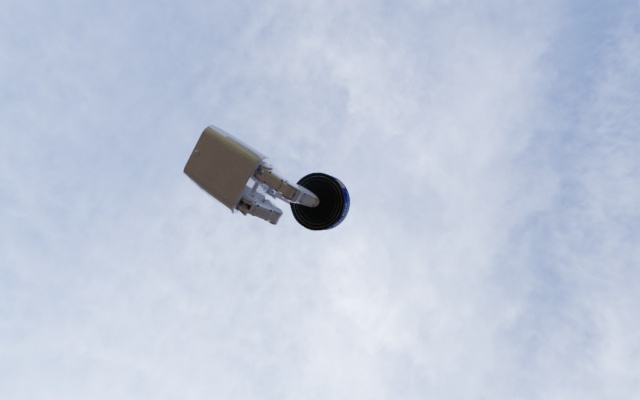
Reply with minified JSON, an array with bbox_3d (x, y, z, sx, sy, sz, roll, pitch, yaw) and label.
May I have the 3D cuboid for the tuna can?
[{"bbox_3d":[0.000,0.002,0.710,0.086,0.086,0.034,0,-3,21],"label":"tuna can"}]
